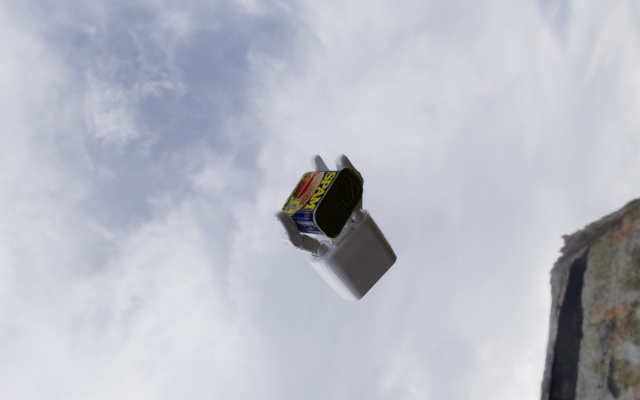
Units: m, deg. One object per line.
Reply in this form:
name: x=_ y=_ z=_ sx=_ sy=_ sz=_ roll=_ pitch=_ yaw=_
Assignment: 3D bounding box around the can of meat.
can of meat: x=0.000 y=0.002 z=0.693 sx=0.084 sy=0.102 sz=0.057 roll=1 pitch=-39 yaw=49
